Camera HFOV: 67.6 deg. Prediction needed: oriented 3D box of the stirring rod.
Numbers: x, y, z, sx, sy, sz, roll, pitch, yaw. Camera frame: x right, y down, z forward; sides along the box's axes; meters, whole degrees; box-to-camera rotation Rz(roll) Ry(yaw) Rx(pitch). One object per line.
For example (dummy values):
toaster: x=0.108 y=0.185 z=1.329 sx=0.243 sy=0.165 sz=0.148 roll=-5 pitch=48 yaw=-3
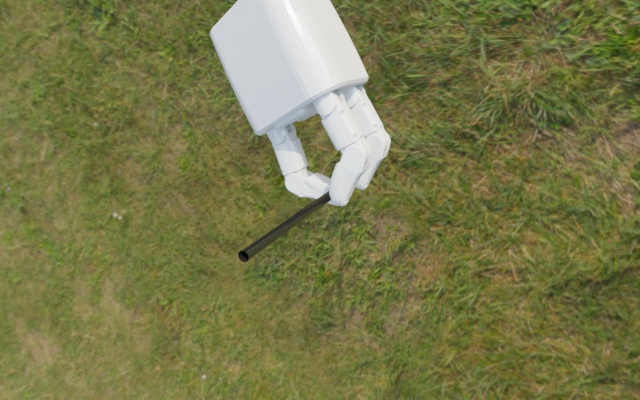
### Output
stirring rod: x=0.000 y=0.001 z=0.409 sx=0.011 sy=0.011 sz=0.239 roll=0 pitch=17 yaw=25
